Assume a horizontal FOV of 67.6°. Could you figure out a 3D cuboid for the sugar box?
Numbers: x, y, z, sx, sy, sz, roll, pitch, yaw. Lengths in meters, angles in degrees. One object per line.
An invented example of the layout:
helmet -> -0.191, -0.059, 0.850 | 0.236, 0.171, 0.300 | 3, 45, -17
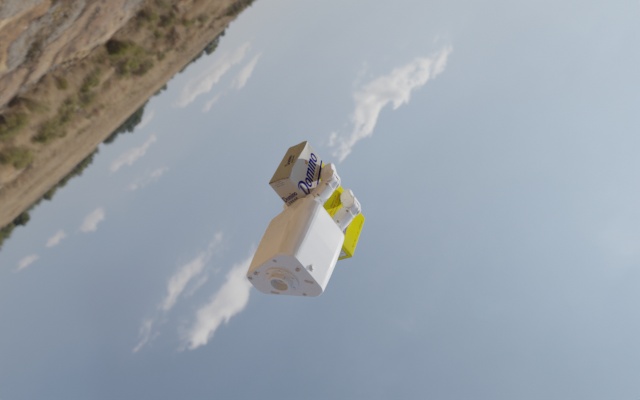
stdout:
sugar box -> 0.001, 0.003, 0.753 | 0.048, 0.176, 0.093 | -16, 34, 33
